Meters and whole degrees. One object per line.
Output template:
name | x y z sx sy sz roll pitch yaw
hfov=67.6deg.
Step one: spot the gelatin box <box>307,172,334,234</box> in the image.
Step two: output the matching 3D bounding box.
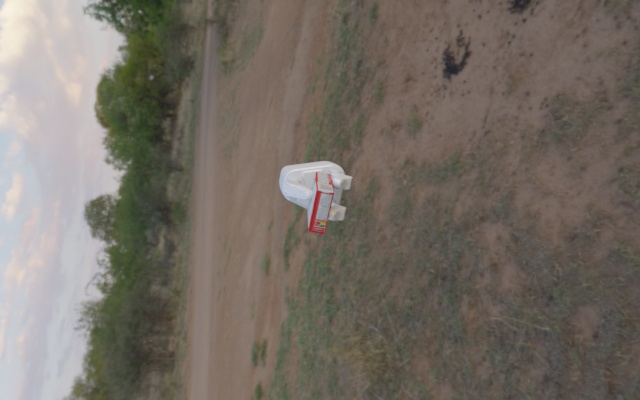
gelatin box | 0.000 0.003 0.778 0.030 0.073 0.089 10 22 -6
